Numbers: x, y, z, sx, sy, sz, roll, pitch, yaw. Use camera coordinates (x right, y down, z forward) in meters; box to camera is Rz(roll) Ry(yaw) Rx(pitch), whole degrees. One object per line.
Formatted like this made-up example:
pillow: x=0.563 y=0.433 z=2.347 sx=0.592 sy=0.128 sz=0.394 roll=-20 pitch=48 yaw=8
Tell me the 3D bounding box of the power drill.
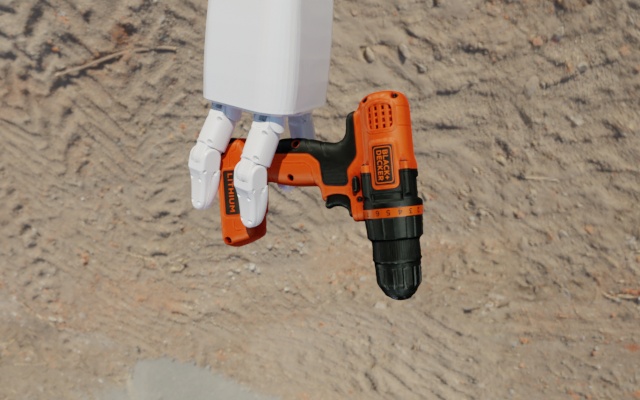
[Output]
power drill: x=0.000 y=0.001 z=0.446 sx=0.187 sy=0.184 sz=0.057 roll=-5 pitch=-2 yaw=18
